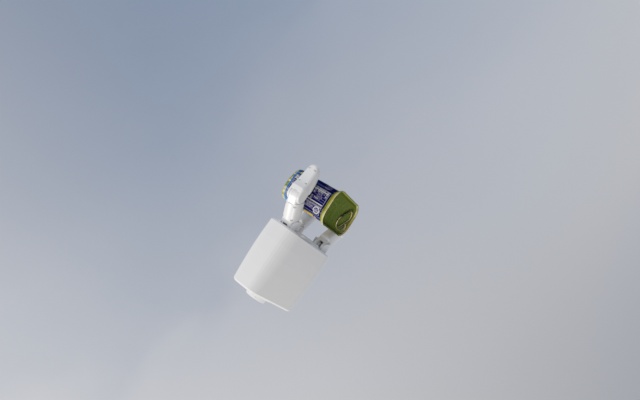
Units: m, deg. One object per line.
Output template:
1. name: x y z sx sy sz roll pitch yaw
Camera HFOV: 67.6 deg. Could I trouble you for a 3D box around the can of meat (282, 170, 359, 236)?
1. can of meat: 0.000 0.002 0.728 0.084 0.057 0.102 31 -4 28
